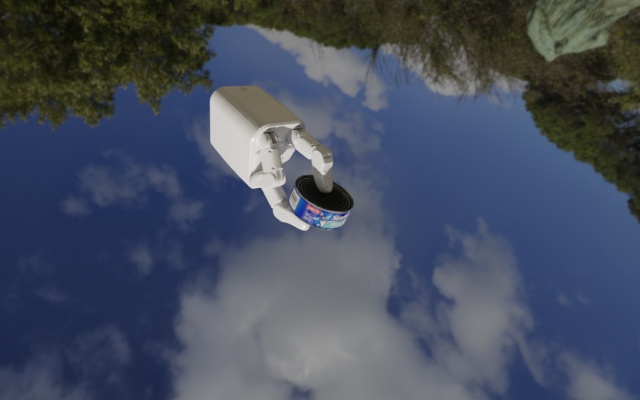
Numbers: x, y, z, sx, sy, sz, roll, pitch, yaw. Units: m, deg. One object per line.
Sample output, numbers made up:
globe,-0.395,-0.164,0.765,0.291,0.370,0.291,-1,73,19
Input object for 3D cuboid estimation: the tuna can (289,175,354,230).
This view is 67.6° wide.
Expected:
tuna can,0.000,0.003,0.656,0.086,0.034,0.086,19,29,-11
